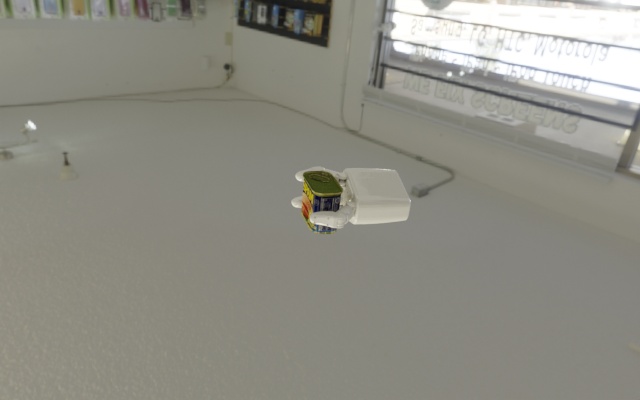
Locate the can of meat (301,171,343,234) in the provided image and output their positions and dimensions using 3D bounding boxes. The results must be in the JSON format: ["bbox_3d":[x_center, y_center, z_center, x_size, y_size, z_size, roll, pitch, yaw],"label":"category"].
[{"bbox_3d":[0.000,0.003,0.879,0.057,0.084,0.102,-3,27,-17],"label":"can of meat"}]
